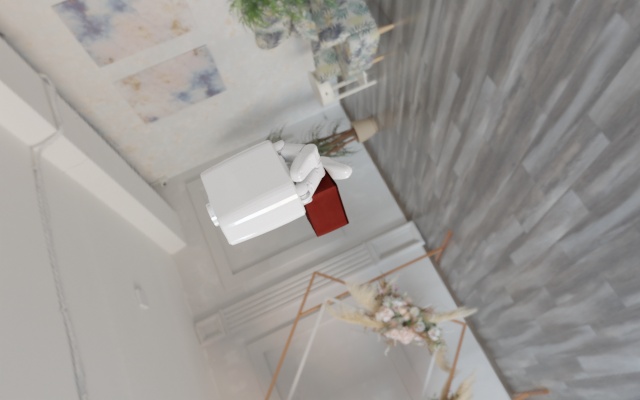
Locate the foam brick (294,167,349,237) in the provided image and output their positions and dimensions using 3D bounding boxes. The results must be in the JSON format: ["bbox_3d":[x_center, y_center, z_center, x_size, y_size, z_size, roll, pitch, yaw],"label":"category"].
[{"bbox_3d":[0.000,0.002,0.679,0.051,0.078,0.053,-26,40,-7],"label":"foam brick"}]
